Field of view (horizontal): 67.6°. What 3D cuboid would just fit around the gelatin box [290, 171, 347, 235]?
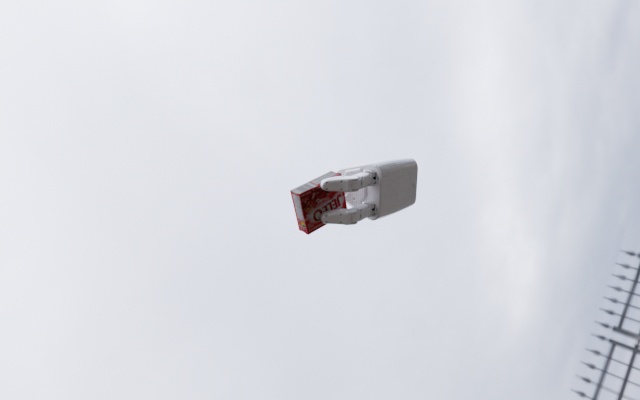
[{"bbox_3d":[0.000,0.003,0.769,0.089,0.073,0.030,-27,30,-30],"label":"gelatin box"}]
